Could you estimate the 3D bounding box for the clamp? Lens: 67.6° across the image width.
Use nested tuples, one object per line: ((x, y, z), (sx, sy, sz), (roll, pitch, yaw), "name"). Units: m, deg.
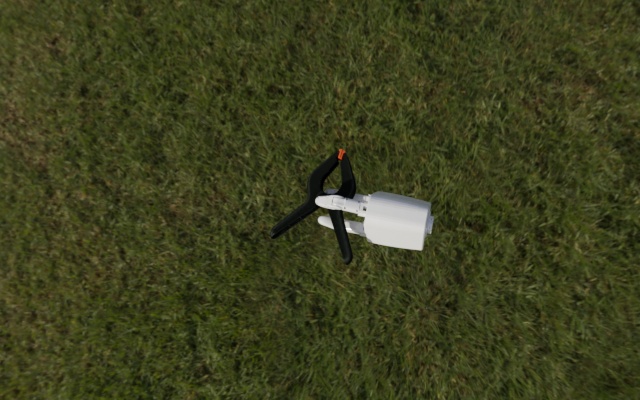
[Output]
((0.000, 0.002, 0.899), (0.164, 0.210, 0.036), (11, -10, 14), "clamp")
